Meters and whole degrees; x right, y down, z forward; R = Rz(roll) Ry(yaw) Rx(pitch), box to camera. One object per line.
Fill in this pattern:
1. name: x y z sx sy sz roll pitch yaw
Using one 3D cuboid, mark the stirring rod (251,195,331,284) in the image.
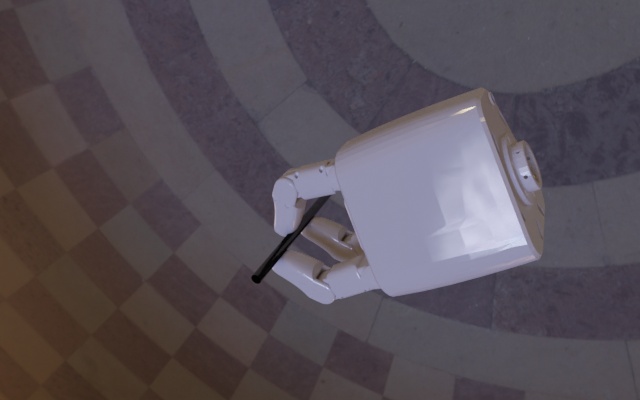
1. stirring rod: 0.000 0.001 0.443 0.011 0.011 0.239 0 28 26
